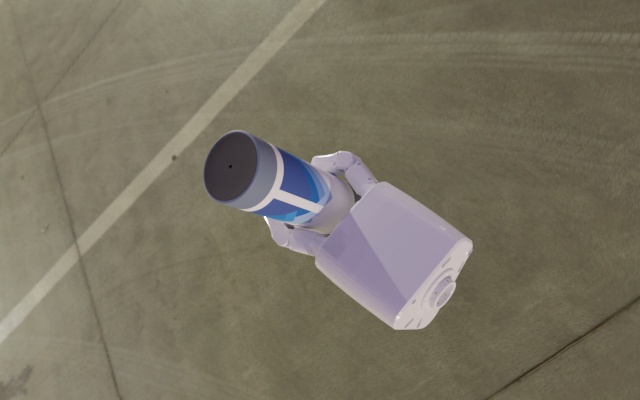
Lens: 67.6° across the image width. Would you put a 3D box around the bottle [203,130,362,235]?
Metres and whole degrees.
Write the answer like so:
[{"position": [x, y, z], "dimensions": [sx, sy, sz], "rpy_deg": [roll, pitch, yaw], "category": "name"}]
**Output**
[{"position": [0.000, 0.002, 0.533], "dimensions": [0.069, 0.069, 0.296], "rpy_deg": [0, -12, 33], "category": "bottle"}]
